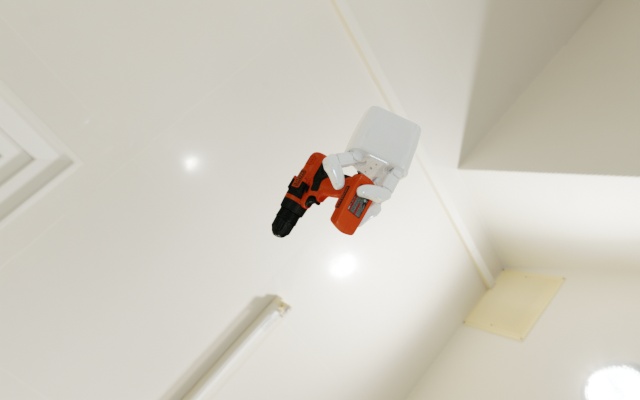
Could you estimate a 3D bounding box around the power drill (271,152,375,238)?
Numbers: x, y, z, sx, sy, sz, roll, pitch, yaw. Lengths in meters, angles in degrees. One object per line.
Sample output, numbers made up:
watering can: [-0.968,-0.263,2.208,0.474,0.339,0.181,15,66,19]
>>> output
power drill: [0.001,0.003,0.869,0.057,0.184,0.187,35,-10,-39]
